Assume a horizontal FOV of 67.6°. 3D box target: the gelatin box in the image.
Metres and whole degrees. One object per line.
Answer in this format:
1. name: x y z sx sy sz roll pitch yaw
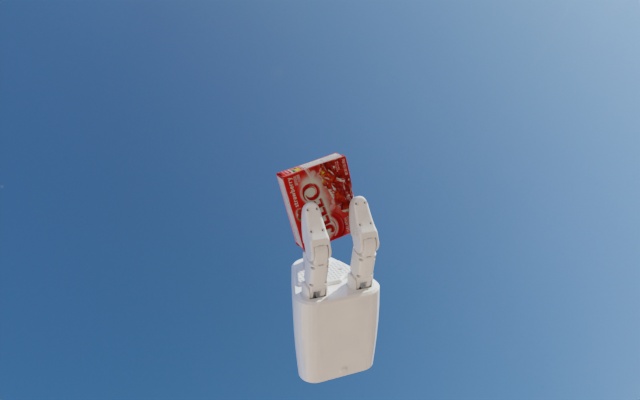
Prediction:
1. gelatin box: 0.000 0.001 0.519 0.073 0.089 0.030 -20 19 -16
